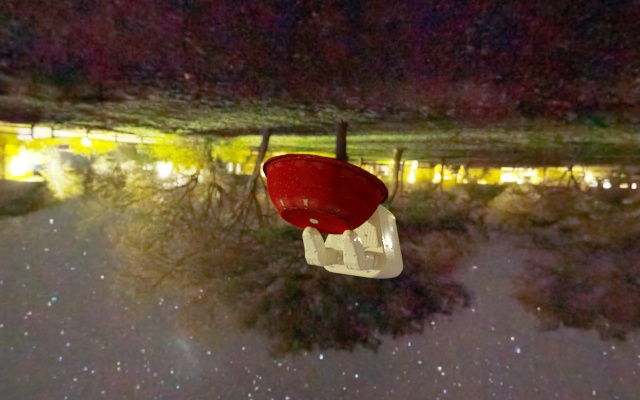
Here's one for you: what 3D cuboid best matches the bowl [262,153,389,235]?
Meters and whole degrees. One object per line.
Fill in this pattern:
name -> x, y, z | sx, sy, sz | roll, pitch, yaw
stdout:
bowl -> -0.001, 0.002, 0.590 | 0.162, 0.055, 0.162 | 12, -19, 4
